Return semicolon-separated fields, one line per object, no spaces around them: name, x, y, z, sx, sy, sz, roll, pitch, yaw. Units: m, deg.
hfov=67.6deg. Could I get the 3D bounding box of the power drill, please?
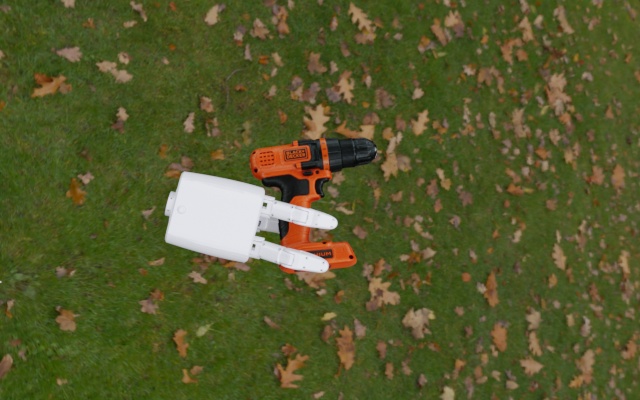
power drill;0.000;0.003;0.674;0.184;0.187;0.057;-8;-16;-1
